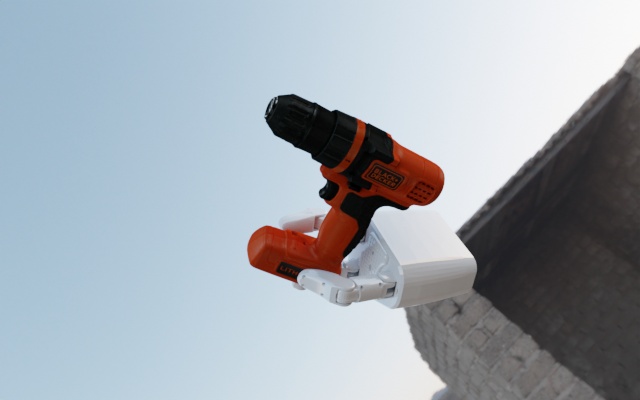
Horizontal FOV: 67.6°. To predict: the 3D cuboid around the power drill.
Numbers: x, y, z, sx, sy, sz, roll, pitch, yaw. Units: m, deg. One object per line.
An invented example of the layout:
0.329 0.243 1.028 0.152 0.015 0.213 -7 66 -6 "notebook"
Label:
0.000 0.002 0.470 0.184 0.188 0.057 24 35 -19 "power drill"
